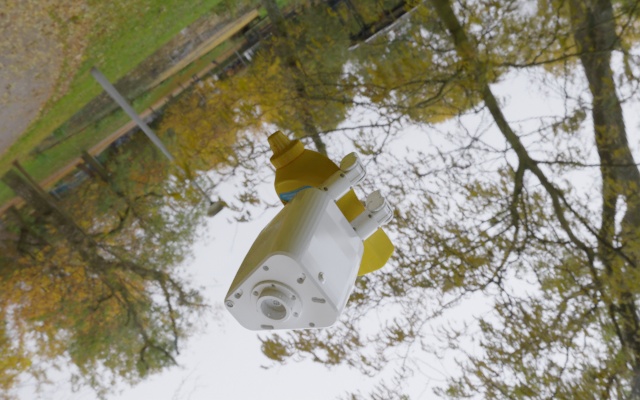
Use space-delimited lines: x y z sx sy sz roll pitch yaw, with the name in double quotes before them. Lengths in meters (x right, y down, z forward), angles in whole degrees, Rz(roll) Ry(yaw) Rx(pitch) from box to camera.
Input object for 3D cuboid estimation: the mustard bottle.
"mustard bottle" 0.000 0.002 0.555 0.096 0.192 0.058 -13 29 50
